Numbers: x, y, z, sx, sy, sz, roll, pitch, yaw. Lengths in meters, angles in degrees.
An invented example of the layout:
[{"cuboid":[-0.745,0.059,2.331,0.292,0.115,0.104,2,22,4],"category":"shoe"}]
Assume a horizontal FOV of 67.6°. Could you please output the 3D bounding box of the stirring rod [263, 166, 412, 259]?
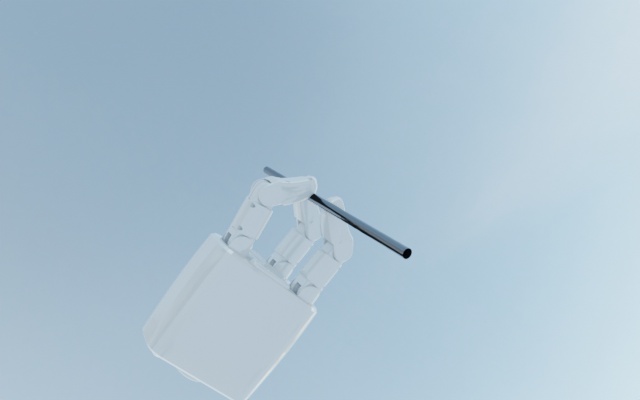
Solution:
[{"cuboid":[0.000,0.001,0.422,0.011,0.011,0.239,0,17,-31],"category":"stirring rod"}]
